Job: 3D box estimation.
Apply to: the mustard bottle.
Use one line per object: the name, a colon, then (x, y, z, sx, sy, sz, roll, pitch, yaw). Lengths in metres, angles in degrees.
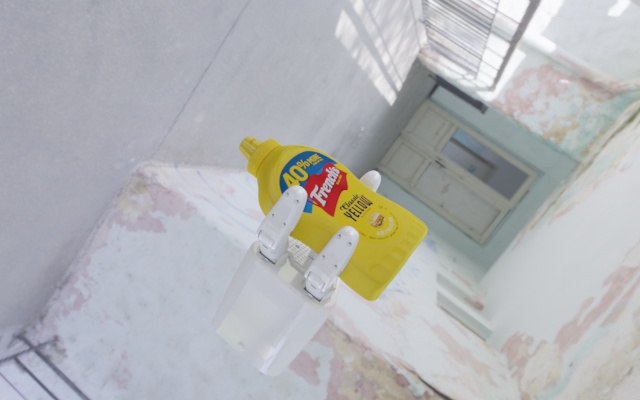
mustard bottle: (0.000, 0.001, 0.448, 0.191, 0.058, 0.096, 37, 49, 11)
